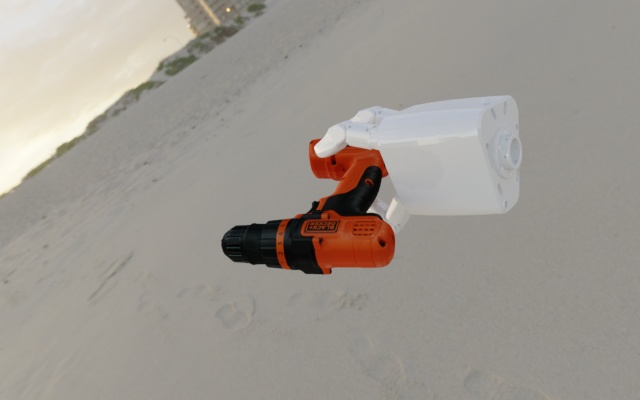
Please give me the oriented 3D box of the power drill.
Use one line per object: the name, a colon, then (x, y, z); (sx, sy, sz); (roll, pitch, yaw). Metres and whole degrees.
power drill: (0.000, 0.001, 0.530); (0.184, 0.057, 0.187); (0, 41, 20)
